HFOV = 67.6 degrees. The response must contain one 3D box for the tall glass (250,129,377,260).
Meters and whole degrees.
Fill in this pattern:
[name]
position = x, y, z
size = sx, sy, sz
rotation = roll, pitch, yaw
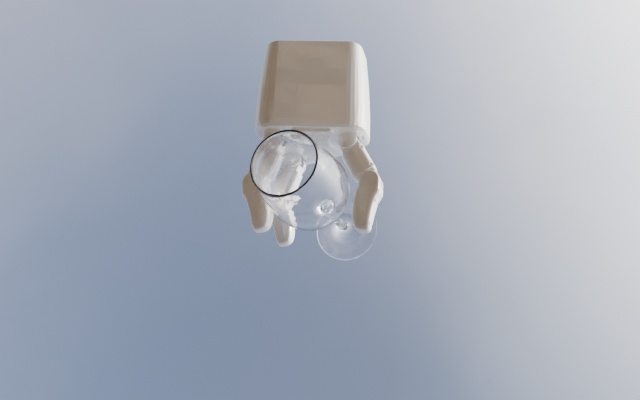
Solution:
[tall glass]
position = 0.000, 0.002, 0.484
size = 0.079, 0.079, 0.201
rotation = 0, -19, 19
